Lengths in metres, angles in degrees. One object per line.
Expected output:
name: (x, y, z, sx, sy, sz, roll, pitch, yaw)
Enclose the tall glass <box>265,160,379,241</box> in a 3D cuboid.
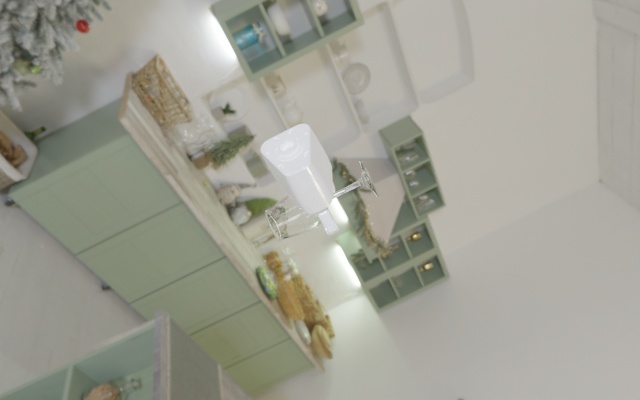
tall glass: (0.001, 0.003, 0.876, 0.201, 0.079, 0.079, -26, -2, 3)
